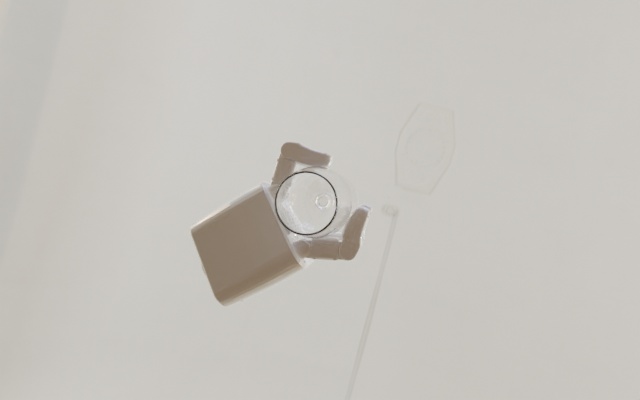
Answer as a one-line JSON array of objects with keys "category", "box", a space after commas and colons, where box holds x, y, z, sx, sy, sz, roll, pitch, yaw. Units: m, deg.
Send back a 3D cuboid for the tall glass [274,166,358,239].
[{"category": "tall glass", "box": [0.000, 0.002, 0.552, 0.079, 0.079, 0.201, 0, 0, 8]}]
